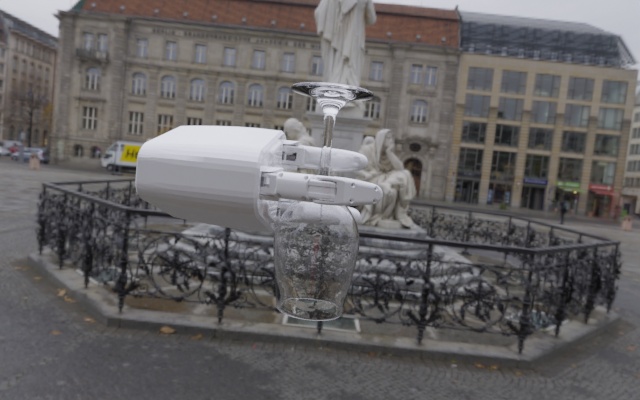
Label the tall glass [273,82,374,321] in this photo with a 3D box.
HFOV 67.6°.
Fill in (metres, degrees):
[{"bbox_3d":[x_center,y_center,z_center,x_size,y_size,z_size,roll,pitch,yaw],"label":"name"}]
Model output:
[{"bbox_3d":[0.000,0.001,0.431,0.079,0.201,0.079,6,4,0],"label":"tall glass"}]
